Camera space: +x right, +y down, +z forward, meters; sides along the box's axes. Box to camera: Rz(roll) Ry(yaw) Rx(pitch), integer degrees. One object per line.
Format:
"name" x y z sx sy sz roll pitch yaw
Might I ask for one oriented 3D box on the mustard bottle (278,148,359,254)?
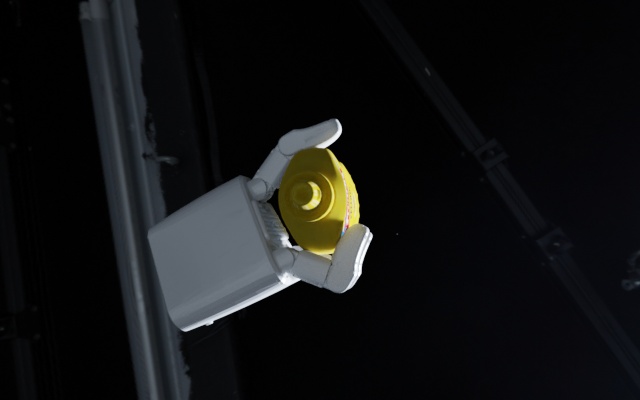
"mustard bottle" 0.000 0.001 0.447 0.058 0.096 0.191 -3 -4 9
